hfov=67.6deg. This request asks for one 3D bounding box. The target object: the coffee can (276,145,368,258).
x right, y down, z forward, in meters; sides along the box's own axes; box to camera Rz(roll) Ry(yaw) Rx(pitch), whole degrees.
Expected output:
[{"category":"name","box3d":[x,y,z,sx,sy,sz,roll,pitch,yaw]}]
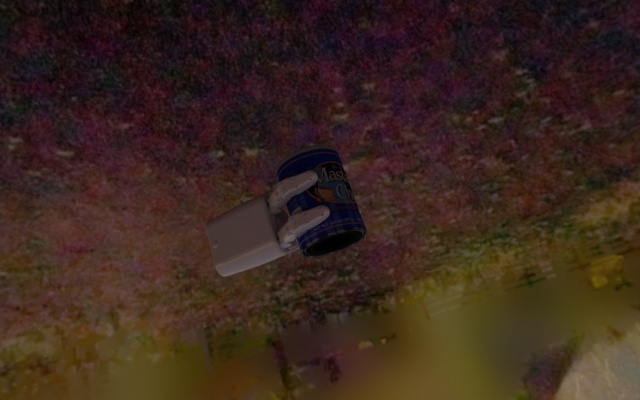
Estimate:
[{"category":"coffee can","box3d":[0.000,0.002,0.719,0.103,0.140,0.103,-16,-21,-6]}]
